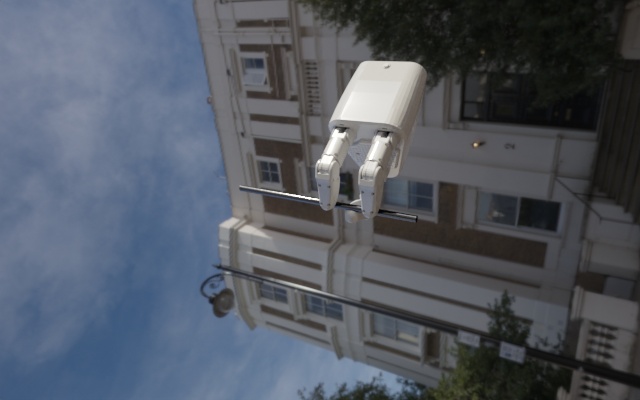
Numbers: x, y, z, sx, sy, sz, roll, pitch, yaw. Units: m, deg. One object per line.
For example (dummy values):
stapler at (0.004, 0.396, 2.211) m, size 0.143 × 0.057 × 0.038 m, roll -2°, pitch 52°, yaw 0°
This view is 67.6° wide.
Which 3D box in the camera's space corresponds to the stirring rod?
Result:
stirring rod at (0.000, 0.002, 0.578) m, size 0.239 × 0.011 × 0.011 m, roll 10°, pitch 5°, yaw 27°
